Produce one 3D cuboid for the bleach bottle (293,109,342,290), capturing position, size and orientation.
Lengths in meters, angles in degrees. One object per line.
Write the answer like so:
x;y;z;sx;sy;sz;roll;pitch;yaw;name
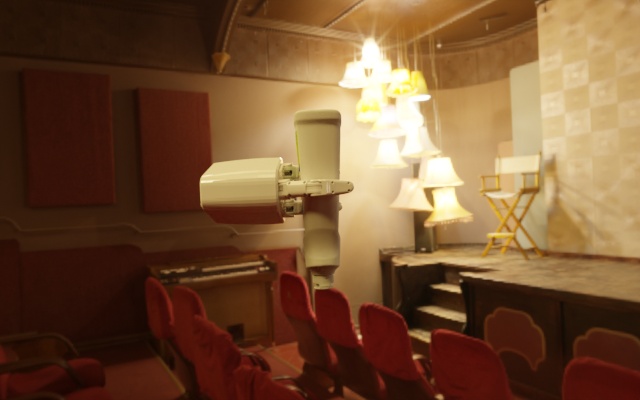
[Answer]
0.000;0.002;0.689;0.068;0.251;0.102;-2;0;0;bleach bottle
